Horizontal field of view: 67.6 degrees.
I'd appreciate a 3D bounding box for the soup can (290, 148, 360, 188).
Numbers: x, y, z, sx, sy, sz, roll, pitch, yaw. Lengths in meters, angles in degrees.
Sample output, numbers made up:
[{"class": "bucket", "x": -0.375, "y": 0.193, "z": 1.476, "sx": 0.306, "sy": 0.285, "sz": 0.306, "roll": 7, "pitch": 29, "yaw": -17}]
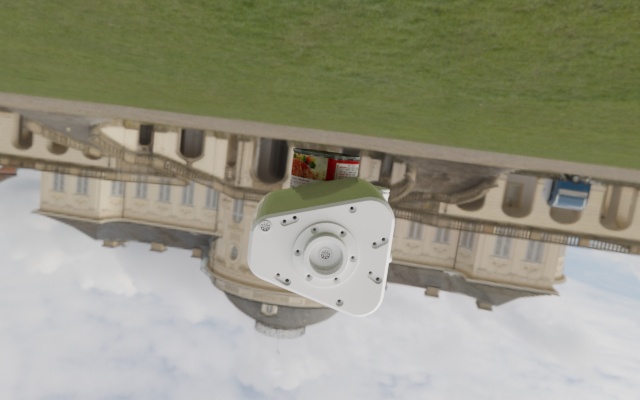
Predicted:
[{"class": "soup can", "x": 0.000, "y": 0.002, "z": 0.486, "sx": 0.068, "sy": 0.102, "sz": 0.068, "roll": 7, "pitch": 8, "yaw": -1}]
